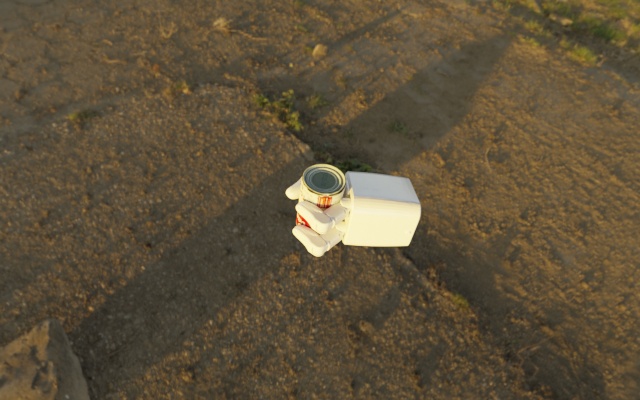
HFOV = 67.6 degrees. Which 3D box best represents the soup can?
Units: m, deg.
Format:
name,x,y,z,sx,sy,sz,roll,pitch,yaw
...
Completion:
name,x,y,z,sx,sy,sz,roll,pitch,yaw
soup can,0.000,0.002,0.739,0.068,0.068,0.102,0,-43,-9
